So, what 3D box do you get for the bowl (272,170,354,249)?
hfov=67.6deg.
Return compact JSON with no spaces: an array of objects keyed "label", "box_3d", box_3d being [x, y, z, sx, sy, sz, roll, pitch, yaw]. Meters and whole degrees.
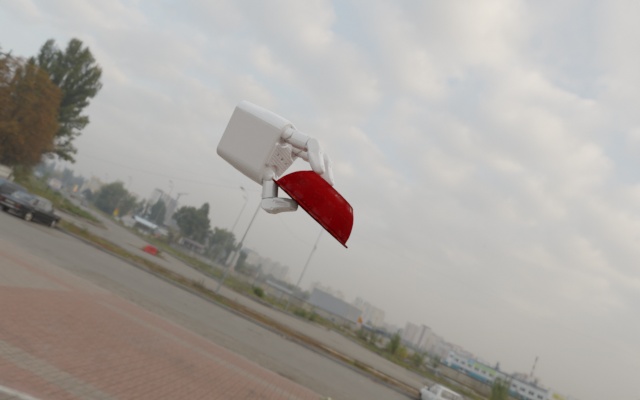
[{"label":"bowl","box_3d":[0.001,0.003,0.754,0.162,0.055,0.162,43,-3,2]}]
